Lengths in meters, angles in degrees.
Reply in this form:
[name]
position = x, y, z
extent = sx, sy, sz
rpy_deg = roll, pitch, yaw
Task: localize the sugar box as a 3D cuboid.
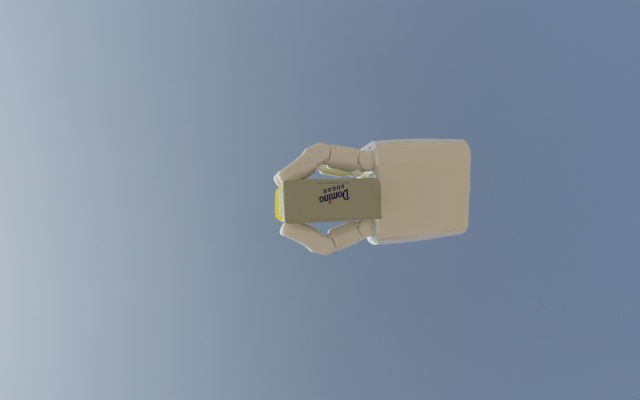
[sugar box]
position = 0.000, 0.001, 0.519
extent = 0.093, 0.048, 0.176
rpy_deg = -2, -4, -8
